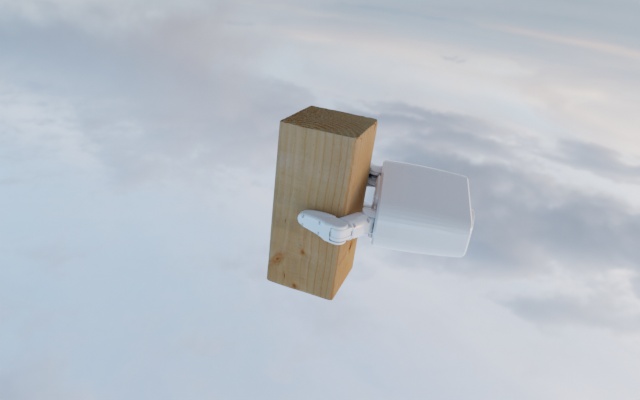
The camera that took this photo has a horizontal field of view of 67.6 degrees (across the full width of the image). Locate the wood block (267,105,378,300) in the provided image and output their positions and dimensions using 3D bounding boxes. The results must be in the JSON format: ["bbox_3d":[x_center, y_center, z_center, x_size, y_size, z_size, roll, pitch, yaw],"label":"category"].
[{"bbox_3d":[0.000,0.002,0.577,0.090,0.206,0.090,15,26,16],"label":"wood block"}]
